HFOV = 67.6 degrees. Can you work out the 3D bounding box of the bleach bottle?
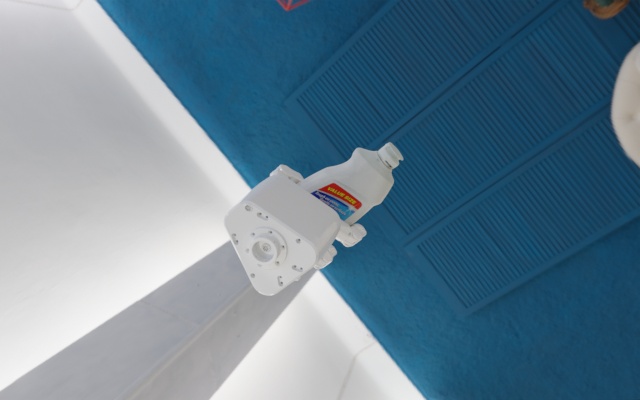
[{"bbox_3d":[0.000,0.002,0.657,0.251,0.102,0.068,-38,7,21],"label":"bleach bottle"}]
